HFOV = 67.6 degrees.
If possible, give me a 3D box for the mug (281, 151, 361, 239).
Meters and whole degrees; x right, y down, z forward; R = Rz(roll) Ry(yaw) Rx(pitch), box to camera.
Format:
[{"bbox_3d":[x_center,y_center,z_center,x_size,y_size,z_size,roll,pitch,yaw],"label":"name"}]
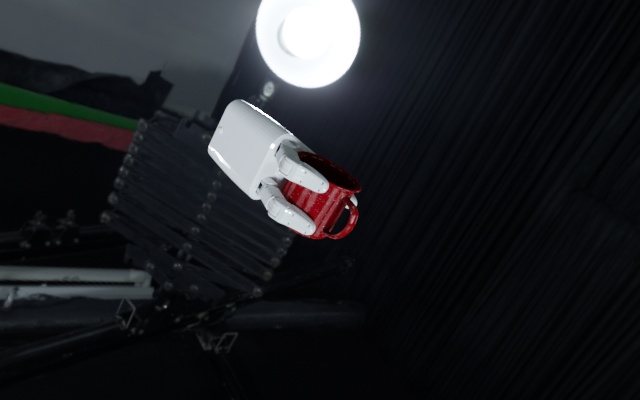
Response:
[{"bbox_3d":[0.001,0.003,0.608,0.117,0.081,0.093,41,22,30],"label":"mug"}]
